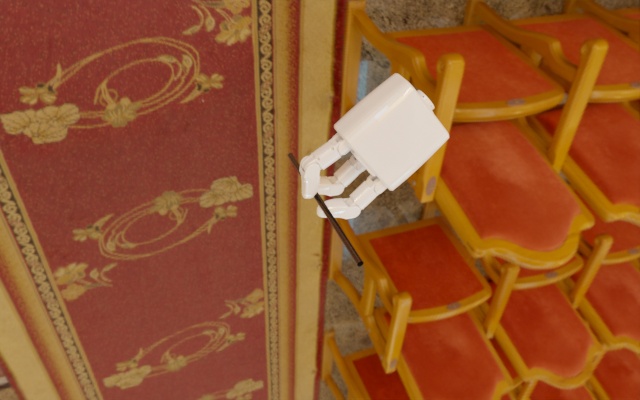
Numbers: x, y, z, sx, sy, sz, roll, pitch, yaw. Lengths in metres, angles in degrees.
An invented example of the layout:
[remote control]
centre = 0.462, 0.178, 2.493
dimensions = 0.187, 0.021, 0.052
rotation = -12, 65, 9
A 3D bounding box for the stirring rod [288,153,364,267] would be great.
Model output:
[stirring rod]
centre = 0.000, 0.002, 0.629
dimensions = 0.011, 0.011, 0.239
rotation = 0, 36, -28
